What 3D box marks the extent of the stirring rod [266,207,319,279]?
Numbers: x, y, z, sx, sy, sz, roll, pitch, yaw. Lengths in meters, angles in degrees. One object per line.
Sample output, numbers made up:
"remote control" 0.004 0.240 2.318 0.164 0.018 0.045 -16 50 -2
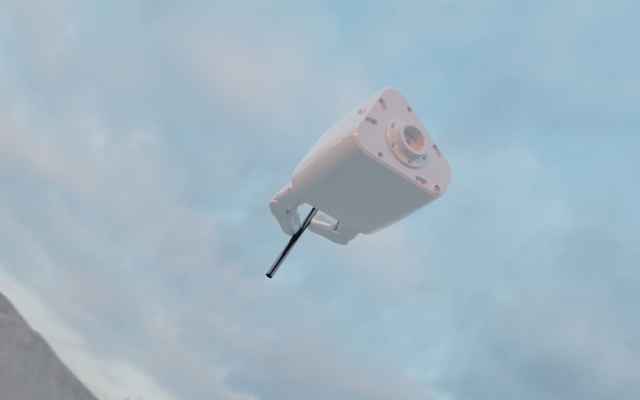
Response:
"stirring rod" 0.000 0.002 0.580 0.011 0.011 0.239 0 41 37
